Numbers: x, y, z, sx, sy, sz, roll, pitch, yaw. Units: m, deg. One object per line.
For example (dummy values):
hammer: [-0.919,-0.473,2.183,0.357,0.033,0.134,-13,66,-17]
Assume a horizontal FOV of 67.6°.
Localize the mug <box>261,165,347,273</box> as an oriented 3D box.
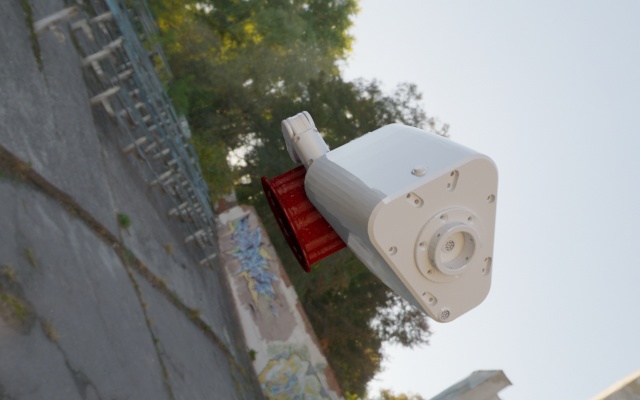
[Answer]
mug: [0.000,0.001,0.434,0.081,0.093,0.117,-26,21,-11]
